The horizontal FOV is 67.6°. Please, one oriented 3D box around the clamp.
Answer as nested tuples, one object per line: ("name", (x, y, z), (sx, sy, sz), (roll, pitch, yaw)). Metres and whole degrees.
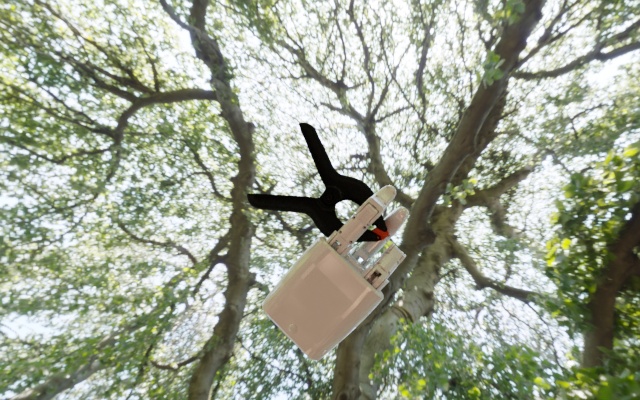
("clamp", (0.000, 0.002, 0.572), (0.171, 0.120, 0.039), (44, 3, 8))
